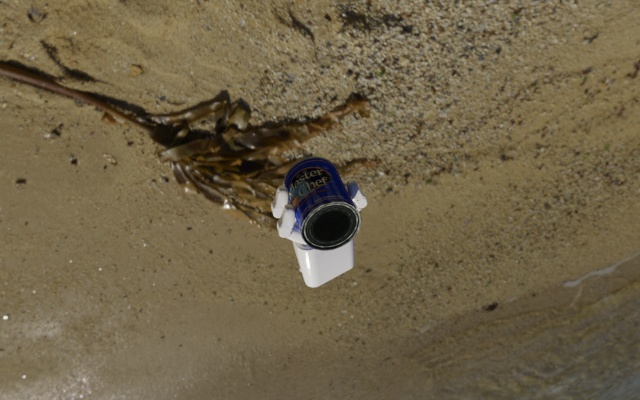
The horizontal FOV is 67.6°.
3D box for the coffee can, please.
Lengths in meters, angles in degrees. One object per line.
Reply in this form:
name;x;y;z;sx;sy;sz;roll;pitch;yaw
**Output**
coffee can;0.000;0.002;0.826;0.103;0.103;0.140;0;36;-18
